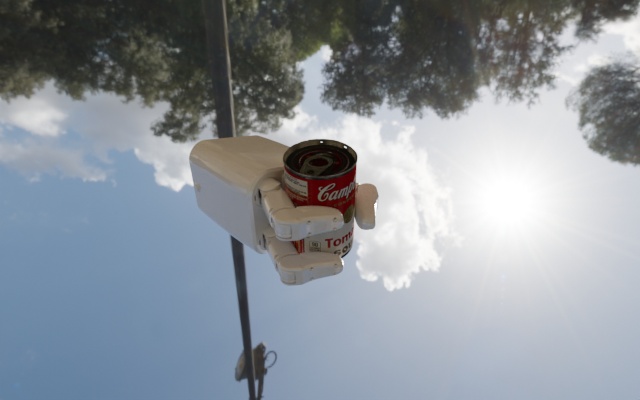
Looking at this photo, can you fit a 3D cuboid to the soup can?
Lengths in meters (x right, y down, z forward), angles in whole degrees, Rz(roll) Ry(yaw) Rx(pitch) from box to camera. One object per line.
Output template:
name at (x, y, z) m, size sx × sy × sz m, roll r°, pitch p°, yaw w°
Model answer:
soup can at (0.001, 0.002, 0.460) m, size 0.068 × 0.102 × 0.068 m, roll 0°, pitch 35°, yaw 0°
